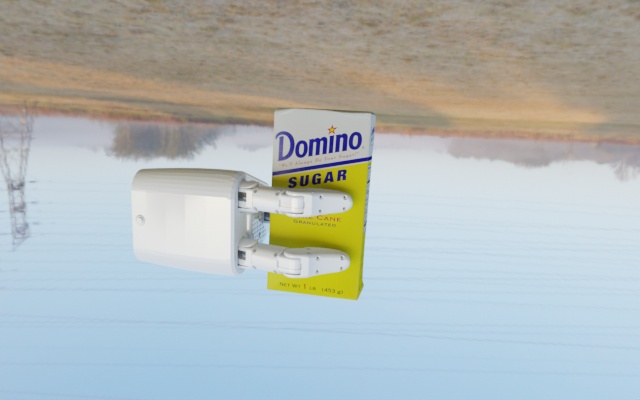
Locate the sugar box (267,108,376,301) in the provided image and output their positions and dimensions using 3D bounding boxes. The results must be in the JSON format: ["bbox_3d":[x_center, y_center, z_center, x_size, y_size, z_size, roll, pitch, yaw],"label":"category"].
[{"bbox_3d":[0.000,0.002,0.459,0.093,0.176,0.048,4,11,10],"label":"sugar box"}]
